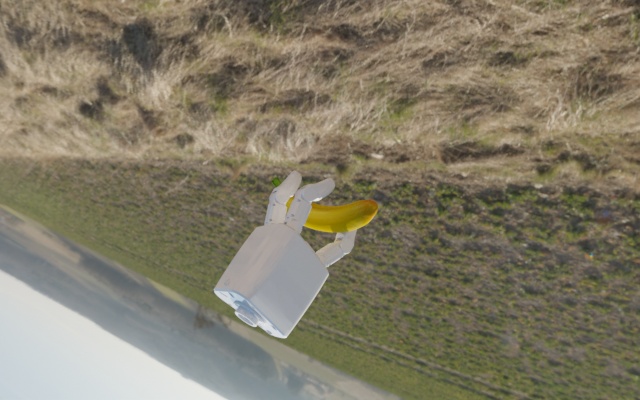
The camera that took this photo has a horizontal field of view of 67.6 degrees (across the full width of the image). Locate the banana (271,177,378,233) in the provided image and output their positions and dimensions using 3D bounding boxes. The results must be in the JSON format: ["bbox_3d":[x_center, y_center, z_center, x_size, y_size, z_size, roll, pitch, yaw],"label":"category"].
[{"bbox_3d":[0.004,0.015,0.685,0.198,0.070,0.037,13,50,39],"label":"banana"}]
